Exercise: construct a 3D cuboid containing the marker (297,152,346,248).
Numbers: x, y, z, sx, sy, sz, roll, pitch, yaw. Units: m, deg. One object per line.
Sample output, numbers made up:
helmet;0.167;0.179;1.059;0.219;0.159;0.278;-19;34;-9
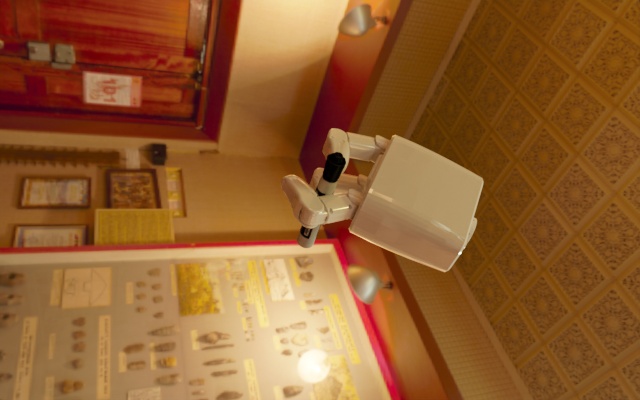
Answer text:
marker;0.000;0.002;0.474;0.020;0.121;0.020;12;41;-11
